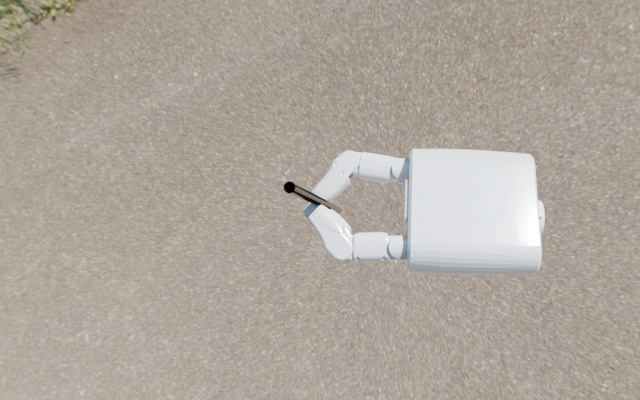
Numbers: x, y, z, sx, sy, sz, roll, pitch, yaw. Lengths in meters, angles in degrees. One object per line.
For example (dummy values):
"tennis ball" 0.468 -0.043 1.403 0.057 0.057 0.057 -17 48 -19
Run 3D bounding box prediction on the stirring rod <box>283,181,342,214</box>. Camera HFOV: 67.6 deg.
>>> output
"stirring rod" 0.000 0.001 0.431 0.011 0.011 0.239 0 -5 10
